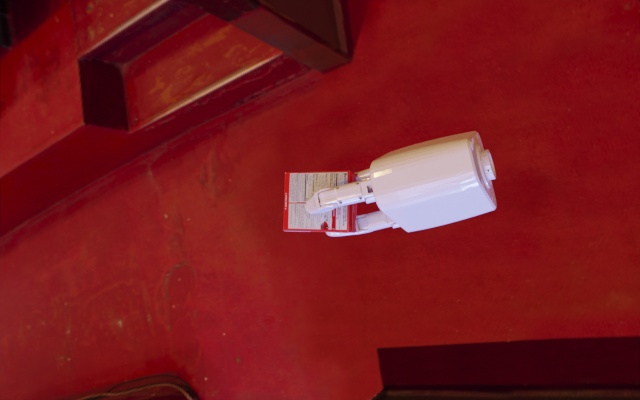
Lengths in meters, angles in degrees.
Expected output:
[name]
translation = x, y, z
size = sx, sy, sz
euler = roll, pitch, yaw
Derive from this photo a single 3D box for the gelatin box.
[gelatin box]
translation = 0.000, 0.002, 0.581
size = 0.089, 0.073, 0.030
euler = 0, -3, 22
